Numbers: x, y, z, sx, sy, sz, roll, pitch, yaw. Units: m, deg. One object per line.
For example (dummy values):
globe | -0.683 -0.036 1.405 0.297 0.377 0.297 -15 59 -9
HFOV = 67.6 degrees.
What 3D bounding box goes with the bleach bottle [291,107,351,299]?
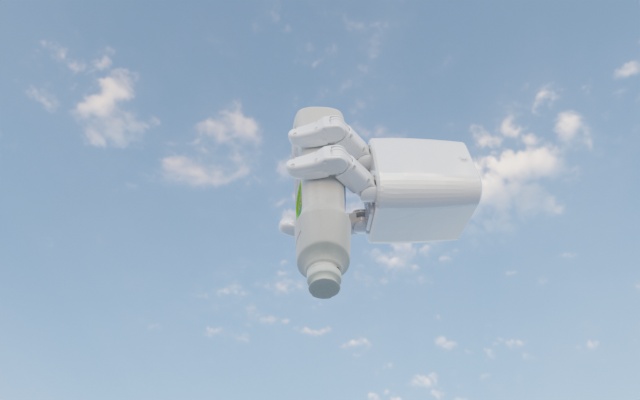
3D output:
bleach bottle | 0.000 0.002 0.515 0.068 0.103 0.250 1 41 -2
